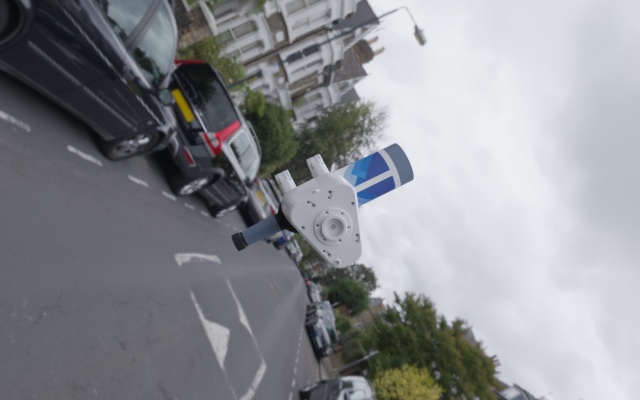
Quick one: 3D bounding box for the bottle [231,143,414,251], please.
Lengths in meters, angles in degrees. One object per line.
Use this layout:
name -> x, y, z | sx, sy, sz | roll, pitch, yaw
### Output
bottle -> 0.000, 0.002, 0.747 | 0.295, 0.069, 0.069 | -26, 2, -4
